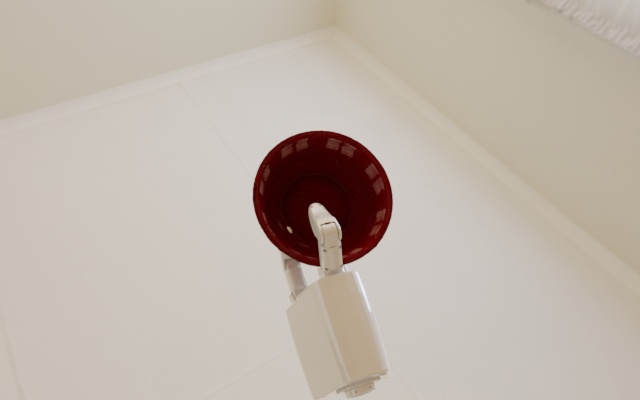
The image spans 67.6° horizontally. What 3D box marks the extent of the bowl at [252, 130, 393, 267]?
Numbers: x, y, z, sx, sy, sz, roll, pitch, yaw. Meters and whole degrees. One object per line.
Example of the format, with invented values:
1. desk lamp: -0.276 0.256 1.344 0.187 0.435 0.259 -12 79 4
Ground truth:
1. bowl: 0.000 0.001 0.562 0.162 0.162 0.055 0 -16 -11
